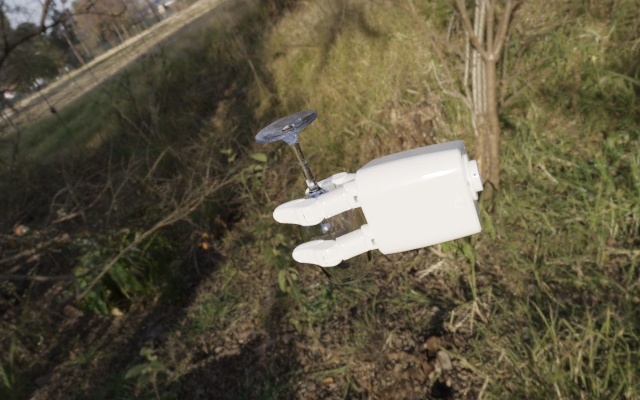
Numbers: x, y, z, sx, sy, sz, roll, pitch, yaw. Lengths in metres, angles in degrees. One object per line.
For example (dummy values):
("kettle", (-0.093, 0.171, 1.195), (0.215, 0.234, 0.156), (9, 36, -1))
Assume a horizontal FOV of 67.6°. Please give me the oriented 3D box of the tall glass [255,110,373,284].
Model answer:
("tall glass", (0.000, 0.001, 0.557), (0.079, 0.201, 0.079), (-20, 24, 9))
